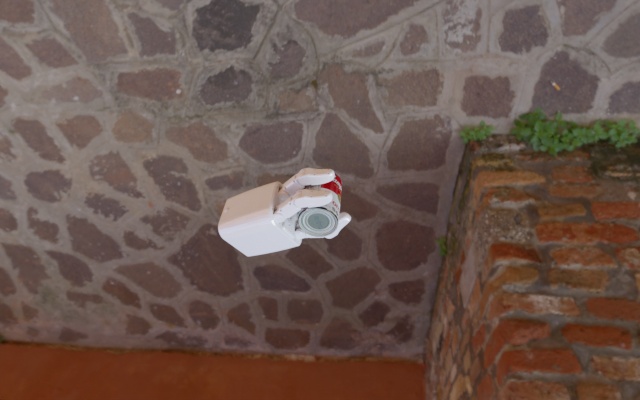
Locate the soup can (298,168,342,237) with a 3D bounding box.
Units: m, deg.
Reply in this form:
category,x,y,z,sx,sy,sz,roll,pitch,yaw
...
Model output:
category,x,y,z,sx,sy,sz,roll,pitch,yaw
soup can,0.001,0.003,0.805,0.068,0.069,0.102,0,42,7
